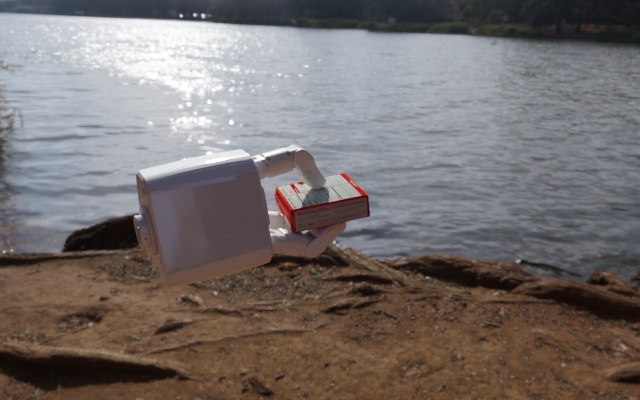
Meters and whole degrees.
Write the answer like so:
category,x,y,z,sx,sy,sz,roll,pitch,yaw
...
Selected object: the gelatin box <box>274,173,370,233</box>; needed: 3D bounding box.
category,x,y,z,sx,sy,sz,roll,pitch,yaw
gelatin box,0.000,0.001,0.531,0.089,0.030,0.073,-12,25,-14
